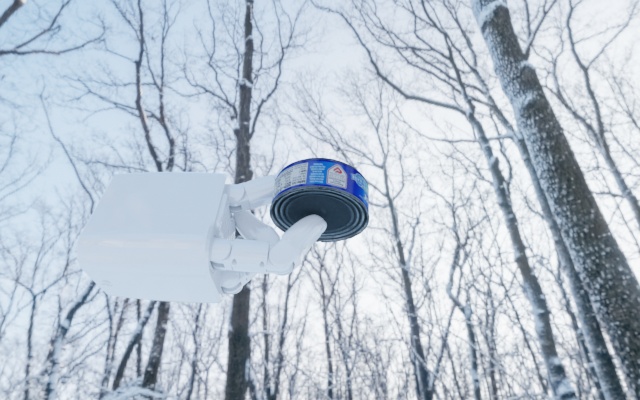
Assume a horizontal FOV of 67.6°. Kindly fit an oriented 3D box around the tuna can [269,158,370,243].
[{"bbox_3d":[0.000,0.001,0.417,0.086,0.033,0.086,3,-34,2],"label":"tuna can"}]
